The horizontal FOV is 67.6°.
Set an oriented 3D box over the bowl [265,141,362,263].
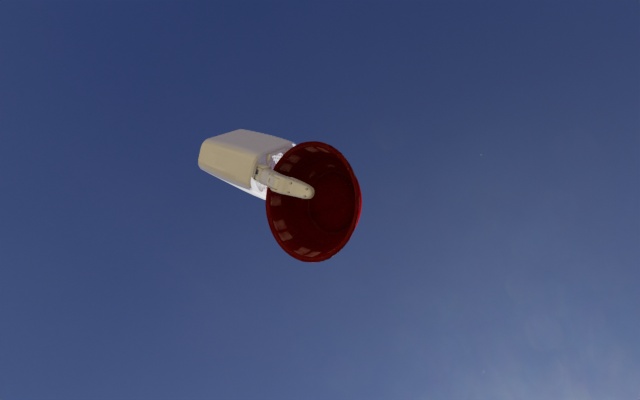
[{"bbox_3d":[0.001,0.003,0.654,0.162,0.162,0.055,0,-1,39],"label":"bowl"}]
